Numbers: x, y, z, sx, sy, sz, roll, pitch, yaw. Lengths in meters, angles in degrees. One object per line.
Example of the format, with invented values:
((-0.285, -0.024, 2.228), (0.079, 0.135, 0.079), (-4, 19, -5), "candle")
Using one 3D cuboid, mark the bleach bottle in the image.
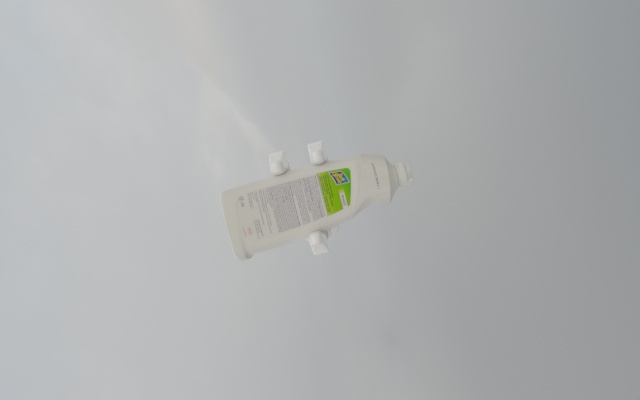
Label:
((0.000, 0.002, 0.639), (0.251, 0.102, 0.068), (-14, 2, 4), "bleach bottle")
